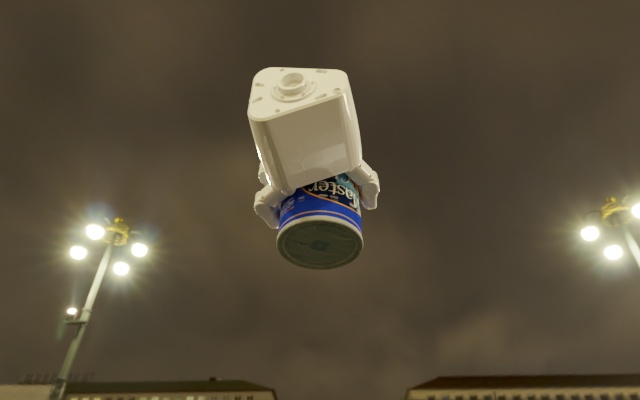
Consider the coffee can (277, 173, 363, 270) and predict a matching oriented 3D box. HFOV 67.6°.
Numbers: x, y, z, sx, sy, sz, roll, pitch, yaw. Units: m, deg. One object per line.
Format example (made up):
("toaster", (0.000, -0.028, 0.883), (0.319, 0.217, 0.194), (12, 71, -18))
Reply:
("coffee can", (0.000, 0.002, 0.609), (0.103, 0.140, 0.103), (1, -41, 0))
